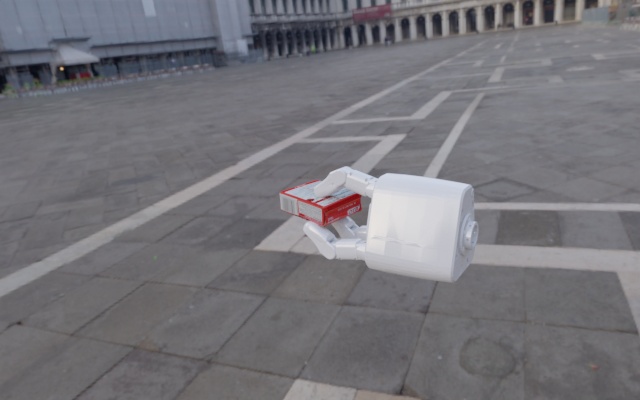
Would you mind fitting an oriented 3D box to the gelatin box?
[{"bbox_3d":[0.000,0.002,0.650,0.073,0.030,0.089,-21,29,-41],"label":"gelatin box"}]
